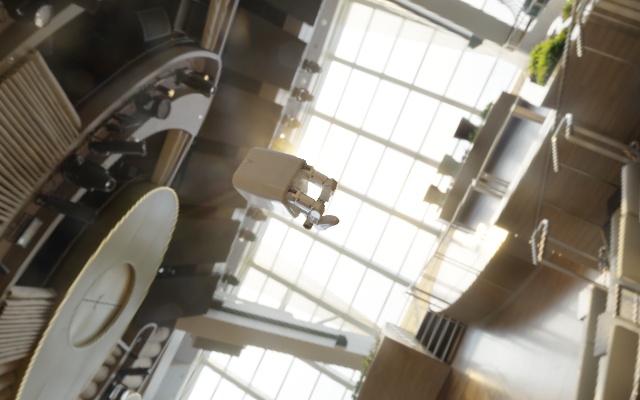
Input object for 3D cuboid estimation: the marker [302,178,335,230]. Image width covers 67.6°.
[{"bbox_3d":[0.000,0.003,0.886,0.020,0.121,0.020,20,-33,14],"label":"marker"}]
